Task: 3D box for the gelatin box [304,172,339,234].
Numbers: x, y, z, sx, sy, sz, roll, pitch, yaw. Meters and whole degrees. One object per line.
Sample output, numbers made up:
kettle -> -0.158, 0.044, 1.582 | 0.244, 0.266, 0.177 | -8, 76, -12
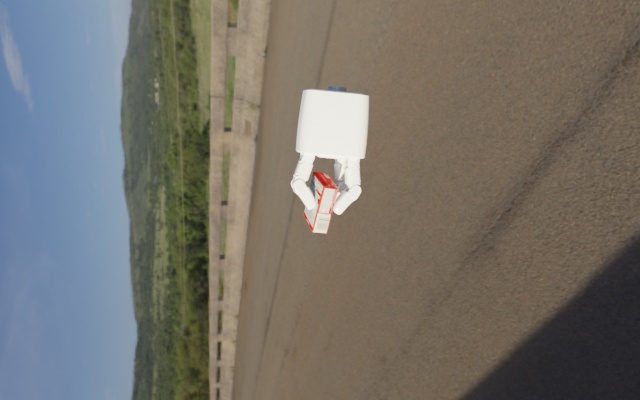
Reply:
gelatin box -> 0.000, 0.003, 0.839 | 0.030, 0.089, 0.073 | 7, 20, -19
